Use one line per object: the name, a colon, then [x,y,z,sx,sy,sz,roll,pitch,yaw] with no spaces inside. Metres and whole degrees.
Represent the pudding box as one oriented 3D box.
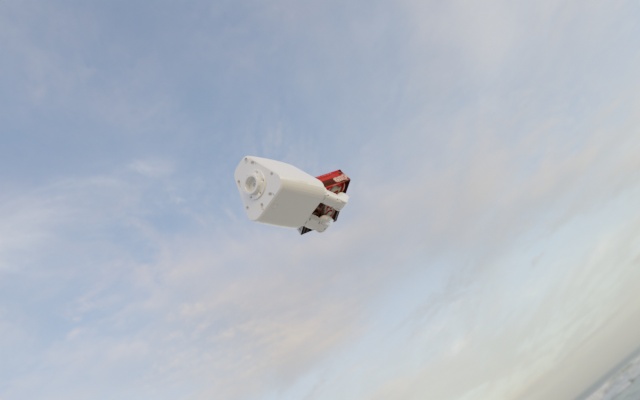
pudding box: [0.000,0.003,0.889,0.090,0.114,0.039,-19,54,-34]
